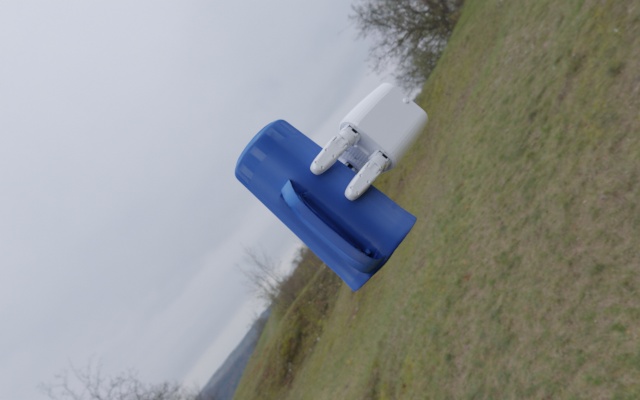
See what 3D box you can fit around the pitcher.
[{"bbox_3d":[0.000,0.002,0.655,0.243,0.145,0.149,40,-28,4],"label":"pitcher"}]
